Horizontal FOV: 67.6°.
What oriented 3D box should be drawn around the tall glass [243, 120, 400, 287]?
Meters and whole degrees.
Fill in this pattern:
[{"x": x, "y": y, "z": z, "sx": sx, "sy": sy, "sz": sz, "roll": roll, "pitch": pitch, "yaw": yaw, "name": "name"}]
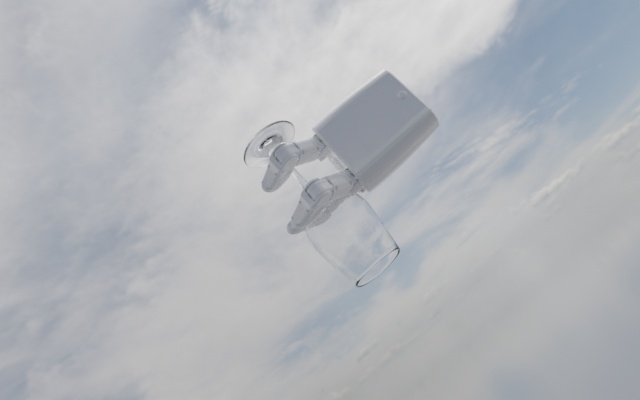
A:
[{"x": 0.000, "y": 0.001, "z": 0.539, "sx": 0.079, "sy": 0.201, "sz": 0.079, "roll": -35, "pitch": -22, "yaw": -16, "name": "tall glass"}]
